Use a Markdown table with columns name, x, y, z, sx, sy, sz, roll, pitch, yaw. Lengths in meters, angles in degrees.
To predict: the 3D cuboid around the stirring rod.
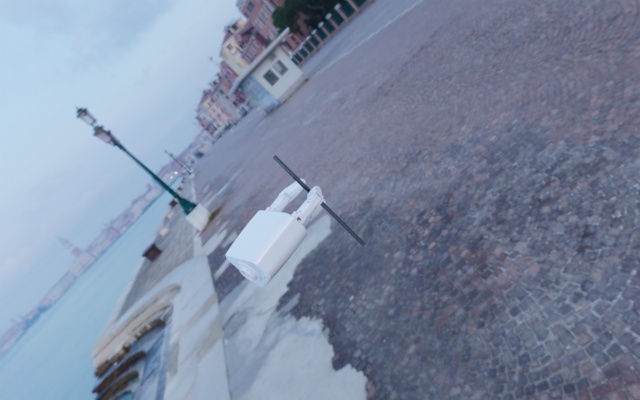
| name | x | y | z | sx | sy | sz | roll | pitch | yaw |
| --- | --- | --- | --- | --- | --- | --- | --- | --- | --- |
| stirring rod | 0.000 | 0.003 | 0.886 | 0.239 | 0.011 | 0.011 | 44 | -13 | -14 |
